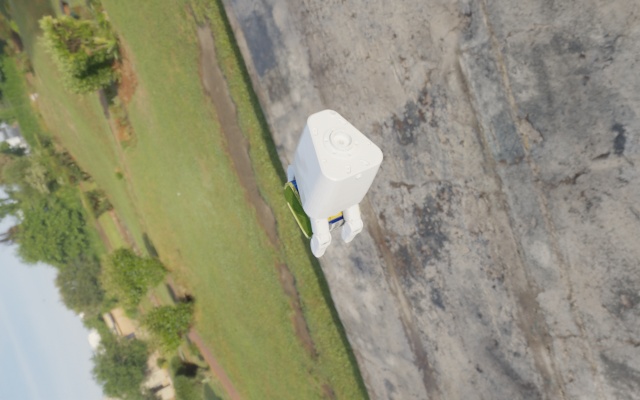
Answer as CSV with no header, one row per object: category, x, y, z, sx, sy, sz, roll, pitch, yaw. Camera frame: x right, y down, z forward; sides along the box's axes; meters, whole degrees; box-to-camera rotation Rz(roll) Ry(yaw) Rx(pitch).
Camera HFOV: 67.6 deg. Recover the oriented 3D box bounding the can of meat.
can of meat,0.000,0.003,0.759,0.084,0.102,0.057,-23,-17,-25
